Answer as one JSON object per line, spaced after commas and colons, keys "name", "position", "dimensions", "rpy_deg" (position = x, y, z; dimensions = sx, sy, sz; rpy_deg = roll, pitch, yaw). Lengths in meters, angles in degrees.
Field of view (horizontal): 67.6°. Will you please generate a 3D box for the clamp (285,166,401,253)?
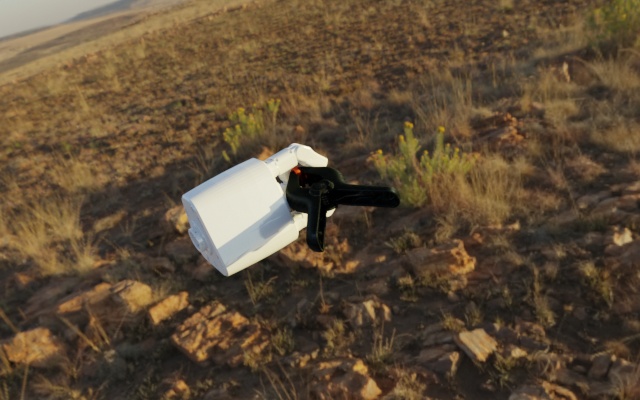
{"name": "clamp", "position": [0.000, 0.001, 0.581], "dimensions": [0.120, 0.039, 0.171], "rpy_deg": [-30, 30, -26]}
